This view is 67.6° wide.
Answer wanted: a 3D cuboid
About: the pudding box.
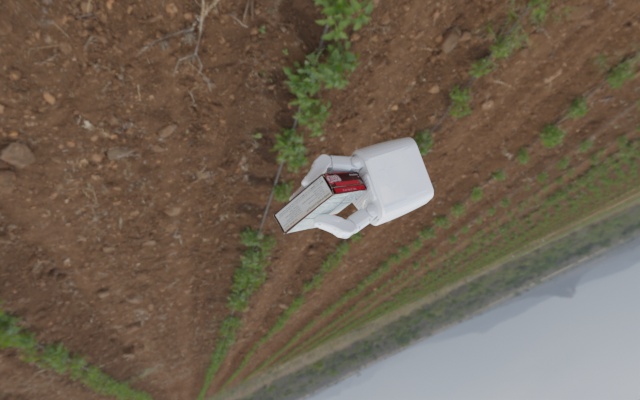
[{"bbox_3d":[0.000,0.002,0.696,0.113,0.039,0.090,-41,-20,32],"label":"pudding box"}]
